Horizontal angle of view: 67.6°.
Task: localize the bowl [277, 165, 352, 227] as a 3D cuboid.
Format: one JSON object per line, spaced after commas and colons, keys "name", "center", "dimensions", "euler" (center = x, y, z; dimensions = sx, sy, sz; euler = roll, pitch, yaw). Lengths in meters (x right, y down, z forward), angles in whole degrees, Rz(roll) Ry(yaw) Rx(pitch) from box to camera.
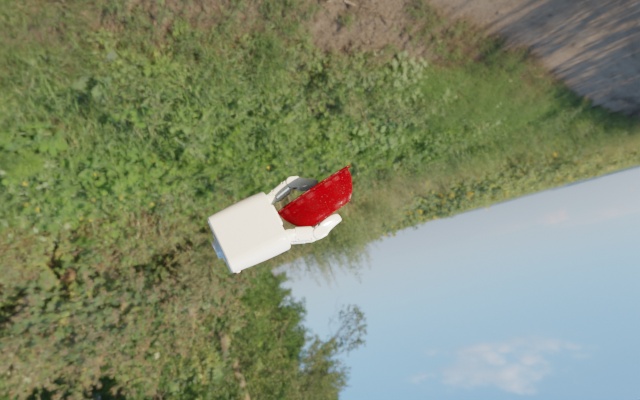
{"name": "bowl", "center": [0.001, 0.002, 0.850], "dimensions": [0.162, 0.055, 0.162], "euler": [-34, -1, 0]}
